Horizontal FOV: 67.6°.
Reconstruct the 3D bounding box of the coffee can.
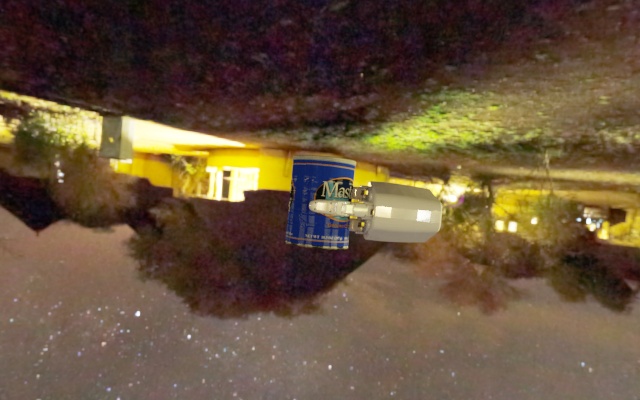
[{"bbox_3d":[0.000,0.002,0.769,0.103,0.140,0.103,5,0,0],"label":"coffee can"}]
